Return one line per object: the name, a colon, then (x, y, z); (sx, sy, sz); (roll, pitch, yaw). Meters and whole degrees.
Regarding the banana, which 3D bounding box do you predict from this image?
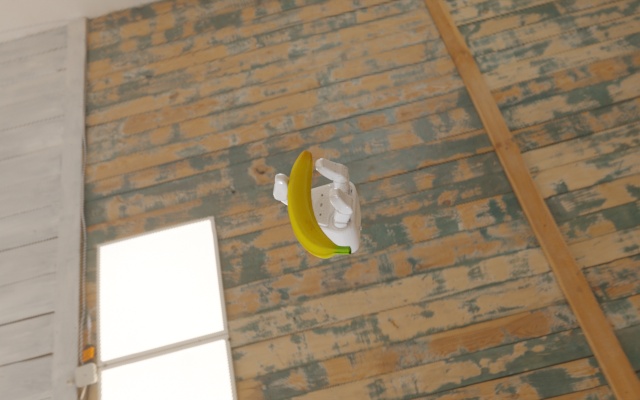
banana: (-0.016, 0.013, 0.712); (0.069, 0.197, 0.037); (-24, -32, 3)
